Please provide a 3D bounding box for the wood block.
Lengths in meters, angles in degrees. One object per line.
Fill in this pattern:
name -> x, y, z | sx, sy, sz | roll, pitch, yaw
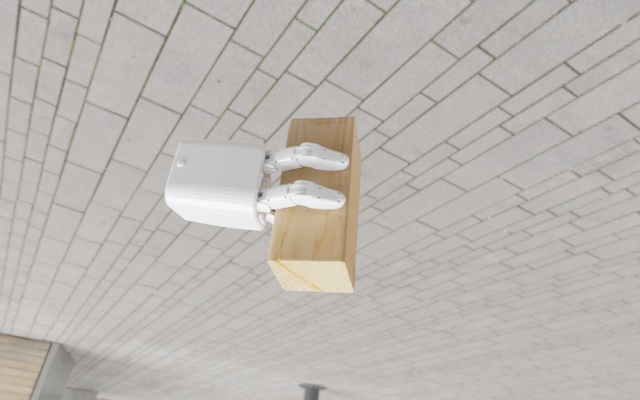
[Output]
wood block -> 0.000, 0.002, 0.604 | 0.090, 0.206, 0.091 | 0, -32, 11
